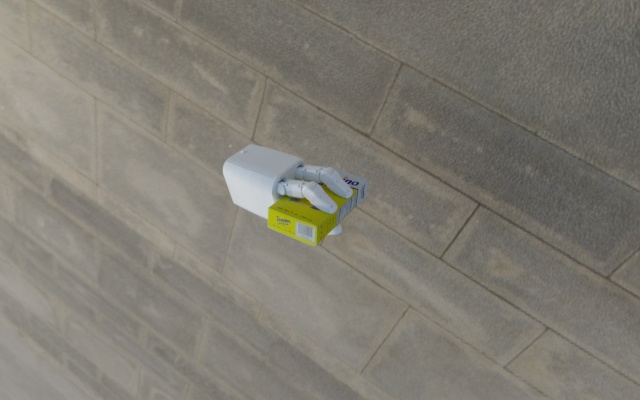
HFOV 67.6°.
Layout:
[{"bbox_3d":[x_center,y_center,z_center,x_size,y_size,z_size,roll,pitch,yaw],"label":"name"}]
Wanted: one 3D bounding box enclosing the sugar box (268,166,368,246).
[{"bbox_3d":[0.000,0.002,0.793,0.093,0.048,0.176,20,38,22],"label":"sugar box"}]
